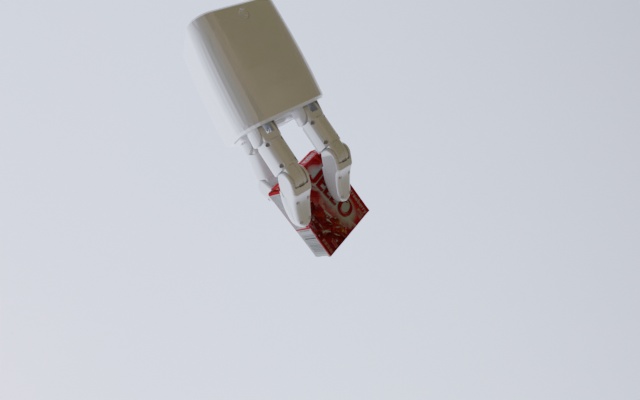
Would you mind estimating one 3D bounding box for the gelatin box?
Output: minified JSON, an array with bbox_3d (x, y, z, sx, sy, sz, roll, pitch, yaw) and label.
[{"bbox_3d":[0.000,0.002,0.489,0.030,0.089,0.073,-10,31,53],"label":"gelatin box"}]
